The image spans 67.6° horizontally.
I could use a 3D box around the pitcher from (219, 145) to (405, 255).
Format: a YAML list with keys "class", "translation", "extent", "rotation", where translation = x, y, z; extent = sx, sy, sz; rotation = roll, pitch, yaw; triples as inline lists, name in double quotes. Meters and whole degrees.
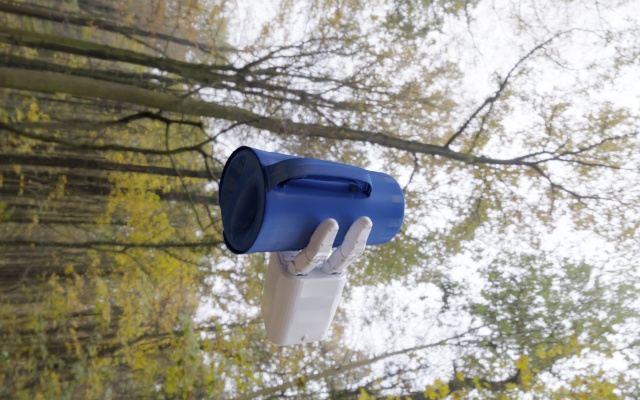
- class: "pitcher"
  translation: [0.000, 0.002, 0.636]
  extent: [0.243, 0.145, 0.149]
  rotation: [3, 19, -35]
